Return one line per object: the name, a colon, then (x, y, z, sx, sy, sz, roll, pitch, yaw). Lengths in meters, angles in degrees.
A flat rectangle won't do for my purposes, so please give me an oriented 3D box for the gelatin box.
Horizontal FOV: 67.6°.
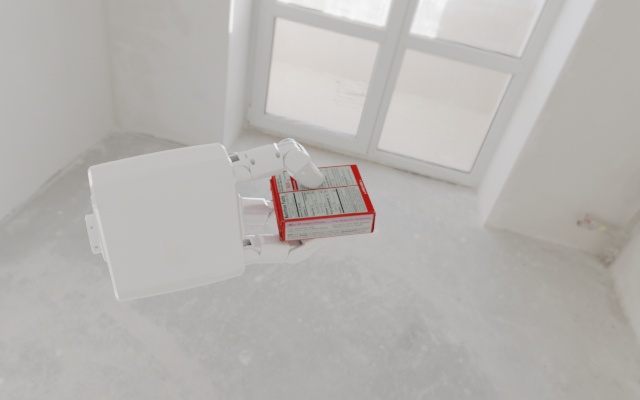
gelatin box: (0.000, 0.001, 0.454, 0.089, 0.030, 0.073, -6, 42, -10)
